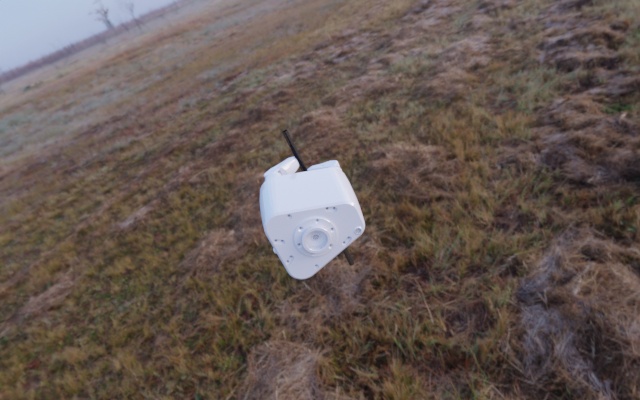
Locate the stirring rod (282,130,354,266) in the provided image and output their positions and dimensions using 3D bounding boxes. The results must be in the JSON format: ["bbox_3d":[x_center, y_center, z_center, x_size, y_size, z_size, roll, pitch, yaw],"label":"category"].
[{"bbox_3d":[0.000,0.002,0.708,0.011,0.240,0.011,-22,24,10],"label":"stirring rod"}]
